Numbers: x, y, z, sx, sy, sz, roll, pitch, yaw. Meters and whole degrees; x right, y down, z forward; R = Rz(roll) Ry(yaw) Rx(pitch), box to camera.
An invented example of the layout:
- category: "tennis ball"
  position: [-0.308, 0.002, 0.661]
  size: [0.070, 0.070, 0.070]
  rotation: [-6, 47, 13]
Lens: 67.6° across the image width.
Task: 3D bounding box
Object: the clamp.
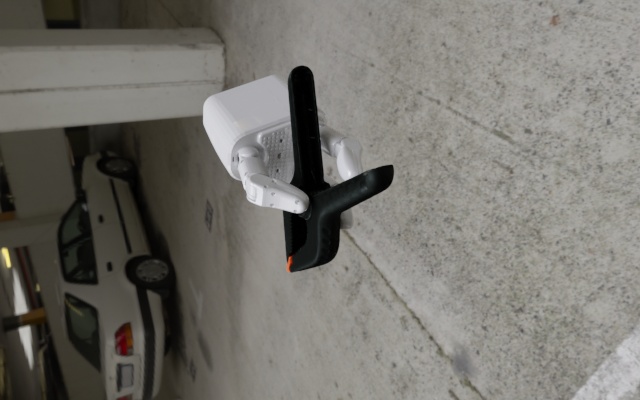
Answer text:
- category: "clamp"
  position: [-0.001, 0.002, 0.453]
  size: [0.036, 0.210, 0.164]
  rotation: [-9, 39, -26]
